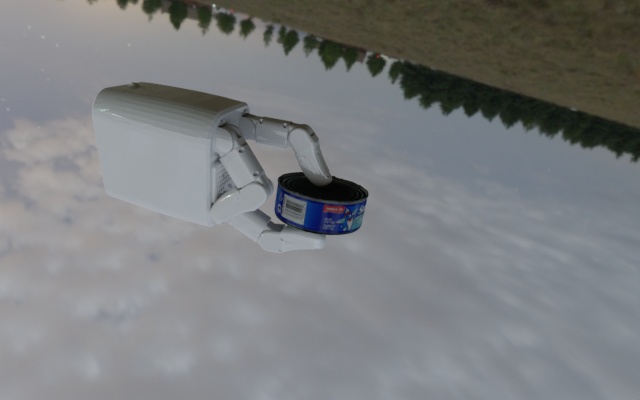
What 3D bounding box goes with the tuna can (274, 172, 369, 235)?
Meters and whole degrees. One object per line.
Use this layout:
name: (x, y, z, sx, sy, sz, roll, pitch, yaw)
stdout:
tuna can: (0.000, 0.002, 0.449, 0.086, 0.034, 0.086, 9, 18, -3)
